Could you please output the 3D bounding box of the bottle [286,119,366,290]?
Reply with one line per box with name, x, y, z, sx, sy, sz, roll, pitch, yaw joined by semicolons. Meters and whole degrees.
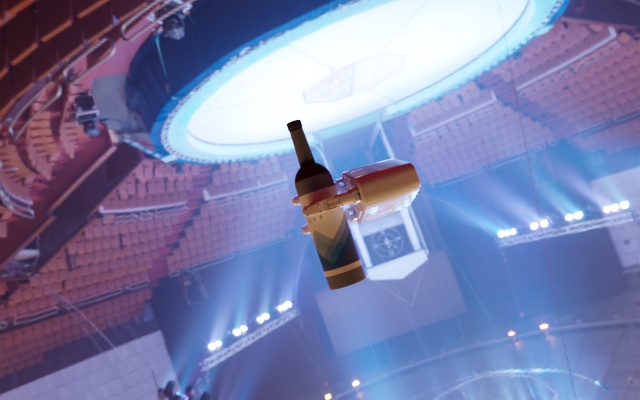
bottle;0.000;0.003;0.821;0.069;0.295;0.069;-19;-3;-1
